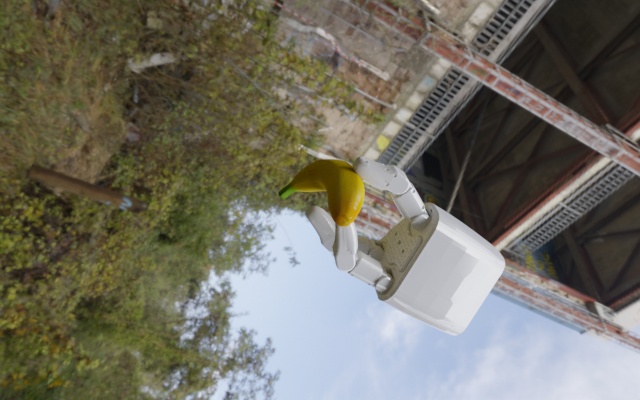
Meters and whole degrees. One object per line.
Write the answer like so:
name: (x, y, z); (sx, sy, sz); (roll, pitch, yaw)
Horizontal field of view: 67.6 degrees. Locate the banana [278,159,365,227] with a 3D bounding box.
banana: (0.010, -0.014, 0.514); (0.037, 0.069, 0.198); (37, -6, -19)
